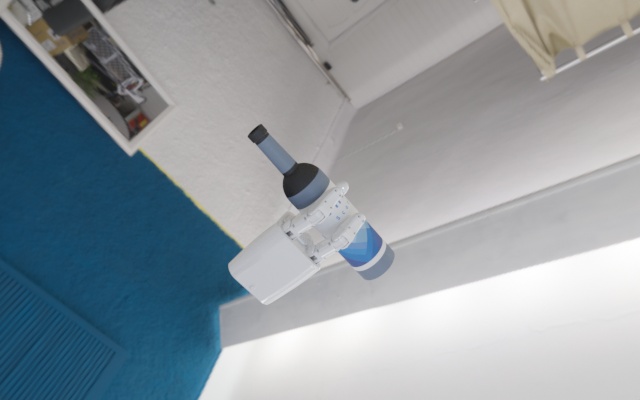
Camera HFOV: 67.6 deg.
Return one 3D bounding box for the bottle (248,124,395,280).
[{"bbox_3d":[0.000,0.002,0.724,0.296,0.069,0.069,47,-21,-20],"label":"bottle"}]
